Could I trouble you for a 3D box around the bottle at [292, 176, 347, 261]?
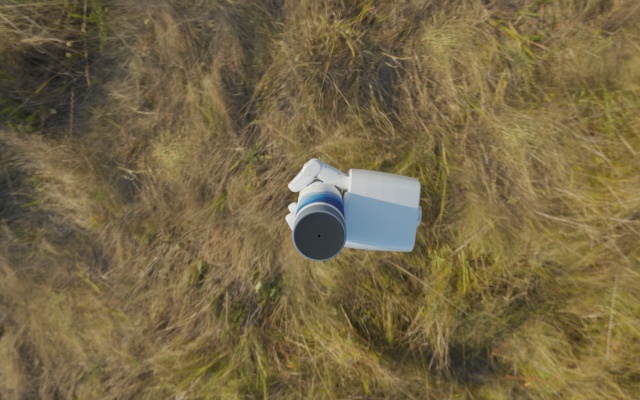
[{"bbox_3d":[0.000,0.002,0.720,0.069,0.069,0.295,0,16,1],"label":"bottle"}]
